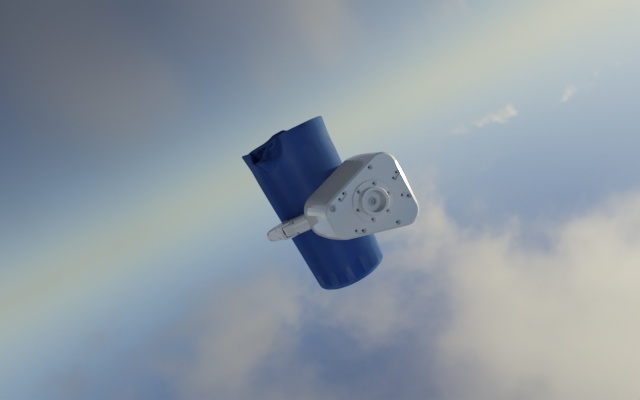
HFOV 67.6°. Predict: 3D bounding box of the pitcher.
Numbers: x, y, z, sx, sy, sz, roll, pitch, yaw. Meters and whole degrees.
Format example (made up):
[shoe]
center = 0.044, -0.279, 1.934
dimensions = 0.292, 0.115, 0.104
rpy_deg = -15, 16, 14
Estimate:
[pitcher]
center = 0.000, 0.002, 0.726
dimensions = 0.149, 0.243, 0.145
rpy_deg = -29, 6, -14
